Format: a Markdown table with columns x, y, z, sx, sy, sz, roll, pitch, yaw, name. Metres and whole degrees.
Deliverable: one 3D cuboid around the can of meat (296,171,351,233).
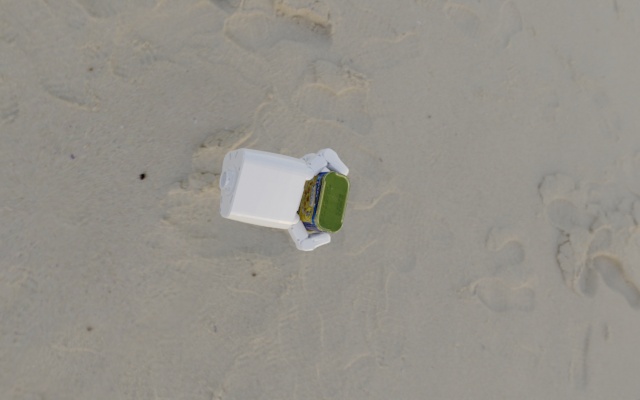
| x | y | z | sx | sy | sz | roll | pitch | yaw | name |
| --- | --- | --- | --- | --- | --- | --- | --- | --- | --- |
| 0.000 | 0.003 | 0.784 | 0.057 | 0.102 | 0.084 | 14 | -7 | -29 | can of meat |
